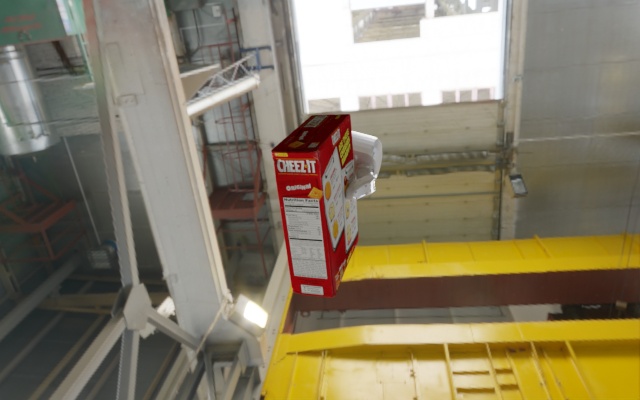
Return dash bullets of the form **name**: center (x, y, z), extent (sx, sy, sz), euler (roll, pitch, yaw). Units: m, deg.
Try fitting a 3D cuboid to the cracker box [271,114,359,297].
- **cracker box**: center (0.000, 0.002, 0.680), extent (0.072, 0.214, 0.164), euler (1, 25, 17)
